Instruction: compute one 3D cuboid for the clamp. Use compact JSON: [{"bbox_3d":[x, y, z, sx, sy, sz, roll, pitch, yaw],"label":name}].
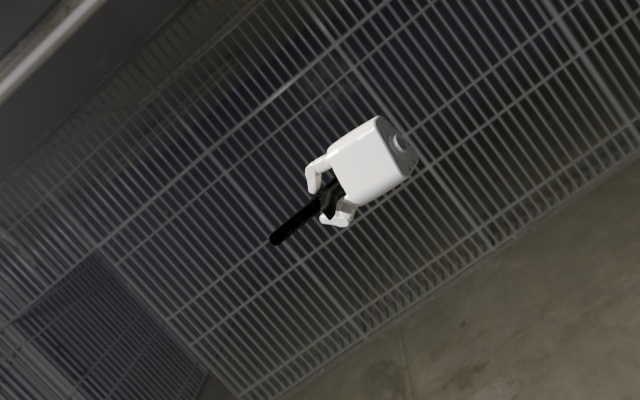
[{"bbox_3d":[0.000,0.002,0.866,0.164,0.036,0.210,-29,13,37],"label":"clamp"}]
